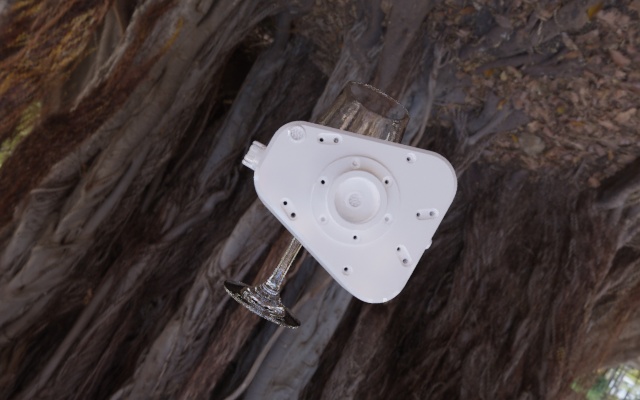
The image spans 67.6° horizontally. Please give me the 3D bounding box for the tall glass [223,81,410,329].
[{"bbox_3d":[0.000,0.002,0.404,0.079,0.201,0.079,30,-1,1],"label":"tall glass"}]
